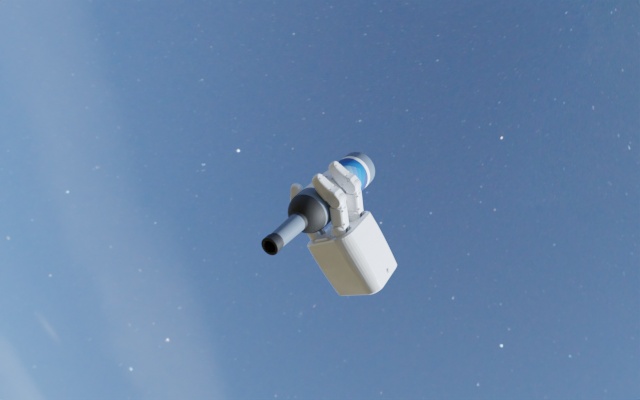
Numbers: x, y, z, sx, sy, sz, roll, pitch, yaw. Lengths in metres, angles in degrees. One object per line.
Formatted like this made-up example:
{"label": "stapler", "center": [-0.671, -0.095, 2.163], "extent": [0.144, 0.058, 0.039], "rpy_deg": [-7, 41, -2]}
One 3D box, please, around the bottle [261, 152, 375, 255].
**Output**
{"label": "bottle", "center": [0.000, 0.002, 0.762], "extent": [0.069, 0.069, 0.295], "rpy_deg": [0, 24, 31]}
